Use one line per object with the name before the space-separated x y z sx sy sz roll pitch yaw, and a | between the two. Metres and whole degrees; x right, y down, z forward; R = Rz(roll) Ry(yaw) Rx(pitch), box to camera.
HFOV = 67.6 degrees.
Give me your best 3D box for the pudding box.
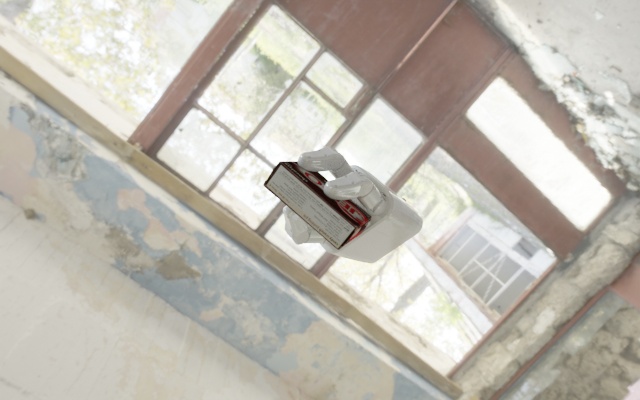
pudding box | 0.000 0.002 0.546 0.113 0.039 0.090 38 13 9
